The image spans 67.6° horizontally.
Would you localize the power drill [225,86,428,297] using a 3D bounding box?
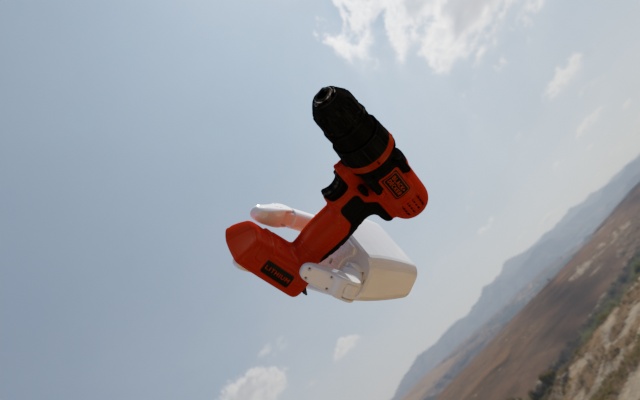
[{"bbox_3d":[0.000,0.002,0.467,0.184,0.187,0.057,43,12,-40],"label":"power drill"}]
